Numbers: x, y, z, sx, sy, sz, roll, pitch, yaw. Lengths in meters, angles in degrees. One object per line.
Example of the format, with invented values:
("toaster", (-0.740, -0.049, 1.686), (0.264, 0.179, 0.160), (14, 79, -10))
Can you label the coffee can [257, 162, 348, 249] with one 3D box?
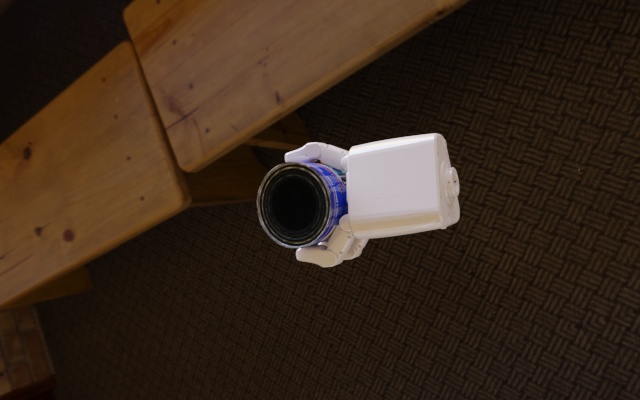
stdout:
("coffee can", (0.000, 0.002, 0.618), (0.103, 0.103, 0.140), (0, 3, 28))
